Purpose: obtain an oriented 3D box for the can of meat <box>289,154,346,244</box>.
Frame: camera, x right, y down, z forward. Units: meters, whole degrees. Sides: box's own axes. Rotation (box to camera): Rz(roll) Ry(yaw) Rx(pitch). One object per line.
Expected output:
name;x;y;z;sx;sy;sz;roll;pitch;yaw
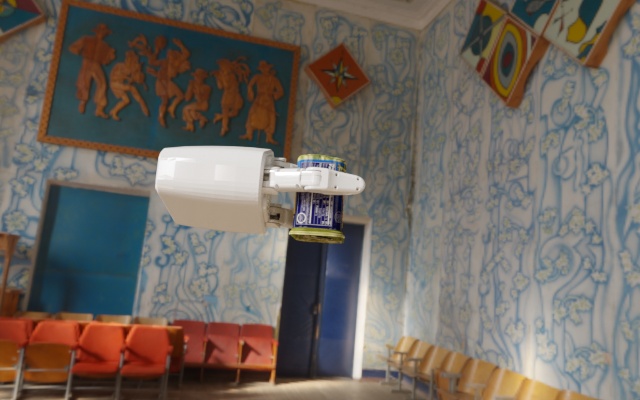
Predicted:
can of meat;0.000;0.001;0.529;0.057;0.084;0.102;4;-9;3
